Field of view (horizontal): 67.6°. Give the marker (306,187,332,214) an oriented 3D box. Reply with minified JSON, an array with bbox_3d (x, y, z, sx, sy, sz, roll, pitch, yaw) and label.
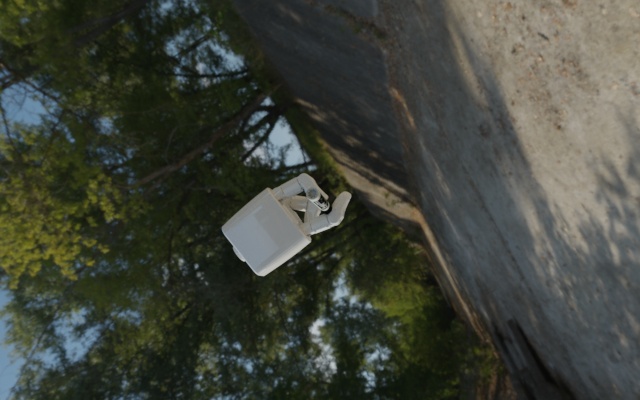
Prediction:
[{"bbox_3d":[0.000,0.002,0.744,0.020,0.020,0.121,0,-12,12],"label":"marker"}]
